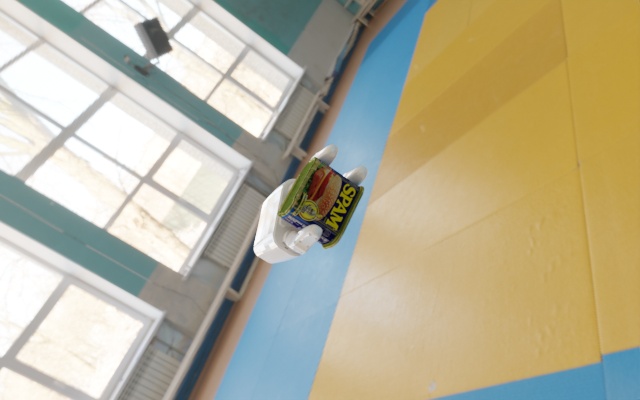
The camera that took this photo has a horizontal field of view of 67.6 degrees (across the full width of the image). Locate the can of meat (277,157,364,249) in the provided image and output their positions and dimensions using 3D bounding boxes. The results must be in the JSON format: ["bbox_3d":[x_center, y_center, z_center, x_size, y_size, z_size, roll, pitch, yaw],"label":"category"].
[{"bbox_3d":[0.000,0.002,0.664,0.084,0.102,0.057,34,-23,-14],"label":"can of meat"}]
